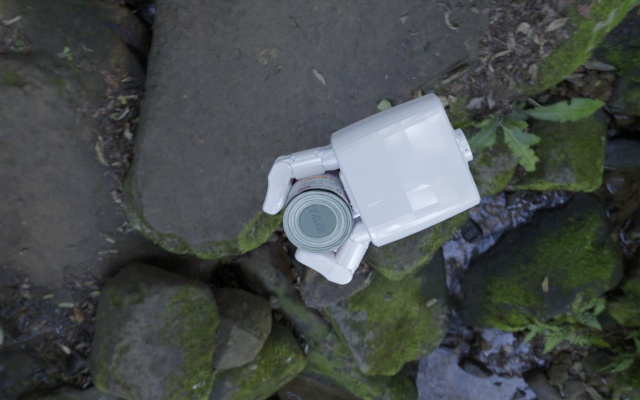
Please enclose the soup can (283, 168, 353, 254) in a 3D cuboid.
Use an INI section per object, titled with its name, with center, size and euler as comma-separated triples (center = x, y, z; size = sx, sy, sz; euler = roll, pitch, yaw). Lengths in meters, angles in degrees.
[soup can]
center = 0.000, 0.002, 0.485
size = 0.068, 0.068, 0.102
euler = 0, 23, 3
